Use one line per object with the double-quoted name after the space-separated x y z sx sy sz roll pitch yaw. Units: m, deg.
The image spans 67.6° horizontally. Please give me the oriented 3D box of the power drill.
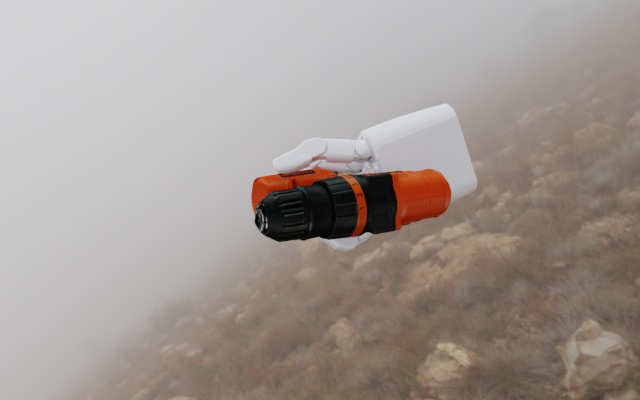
0.000 0.001 0.461 0.184 0.057 0.187 -6 7 -28 "power drill"
